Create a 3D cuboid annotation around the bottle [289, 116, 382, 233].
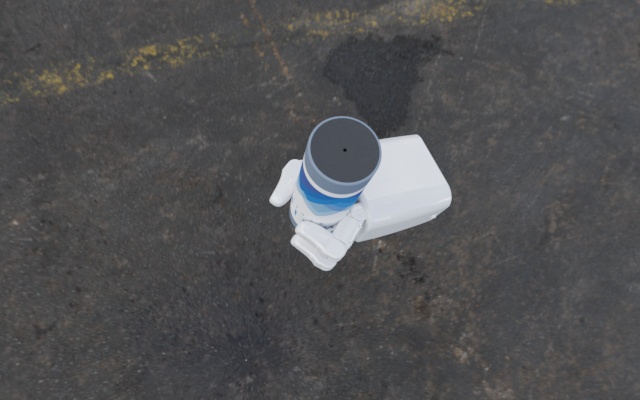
[{"bbox_3d":[0.000,0.002,0.554,0.069,0.069,0.296,0,-18,-9],"label":"bottle"}]
